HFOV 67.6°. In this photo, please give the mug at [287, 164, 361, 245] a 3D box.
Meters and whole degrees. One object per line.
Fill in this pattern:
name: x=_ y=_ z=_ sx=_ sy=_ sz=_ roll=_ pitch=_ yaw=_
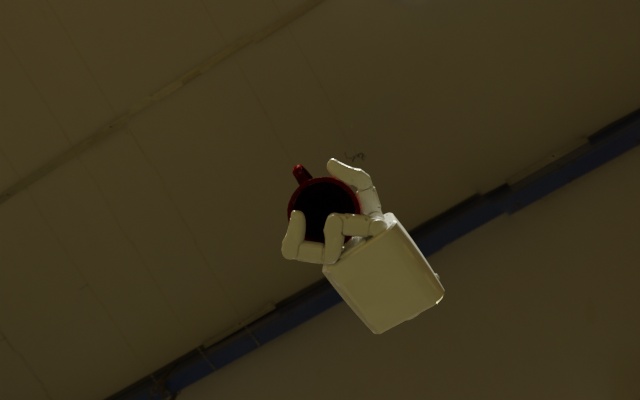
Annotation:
mug: x=-0.001 y=0.001 z=0.640 sx=0.093 sy=0.117 sz=0.081 roll=-37 pitch=3 yaw=8
